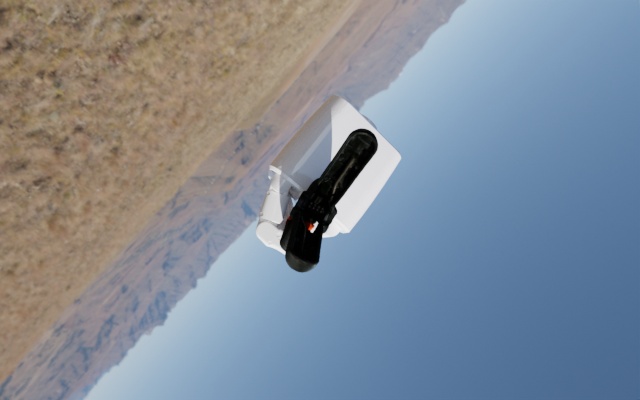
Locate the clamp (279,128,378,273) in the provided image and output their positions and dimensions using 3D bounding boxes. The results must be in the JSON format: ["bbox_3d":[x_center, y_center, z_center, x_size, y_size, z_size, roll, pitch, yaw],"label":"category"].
[{"bbox_3d":[0.000,0.002,0.420,0.039,0.120,0.171,36,-7,-7],"label":"clamp"}]
